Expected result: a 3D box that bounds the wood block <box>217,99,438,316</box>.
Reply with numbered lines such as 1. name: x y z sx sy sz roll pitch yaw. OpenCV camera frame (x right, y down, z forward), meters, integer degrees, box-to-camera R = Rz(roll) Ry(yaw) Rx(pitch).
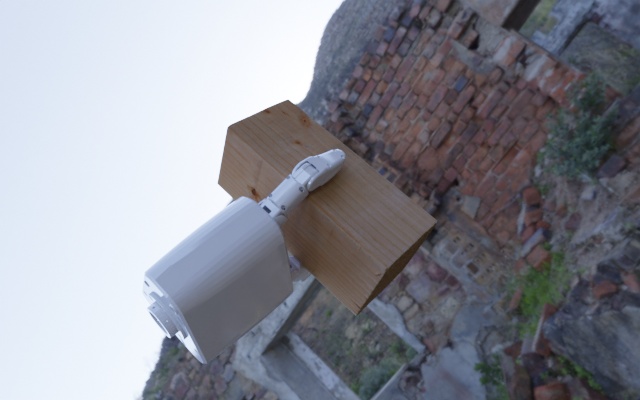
1. wood block: 0.000 0.001 0.488 0.206 0.091 0.090 42 49 17
